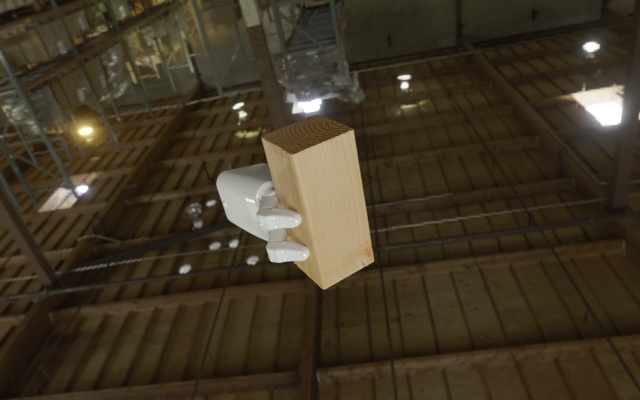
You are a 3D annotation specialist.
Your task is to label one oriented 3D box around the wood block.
[{"bbox_3d":[0.000,0.002,0.649,0.091,0.206,0.090,-26,33,-23],"label":"wood block"}]
